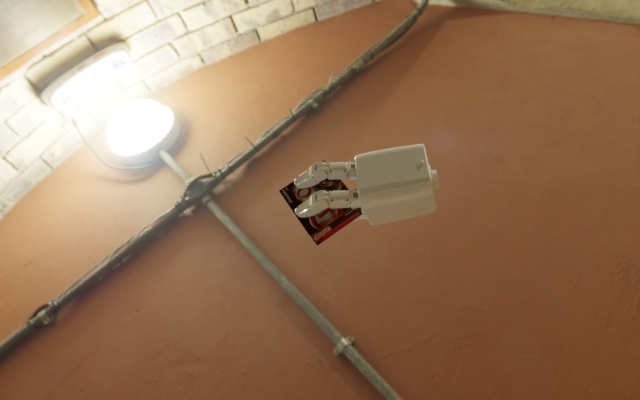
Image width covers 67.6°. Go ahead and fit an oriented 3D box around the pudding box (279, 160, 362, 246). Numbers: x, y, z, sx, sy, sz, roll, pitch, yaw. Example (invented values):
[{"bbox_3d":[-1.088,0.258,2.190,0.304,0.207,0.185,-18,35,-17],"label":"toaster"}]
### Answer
[{"bbox_3d":[0.000,0.003,0.750,0.090,0.113,0.039,-34,-40,-4],"label":"pudding box"}]
